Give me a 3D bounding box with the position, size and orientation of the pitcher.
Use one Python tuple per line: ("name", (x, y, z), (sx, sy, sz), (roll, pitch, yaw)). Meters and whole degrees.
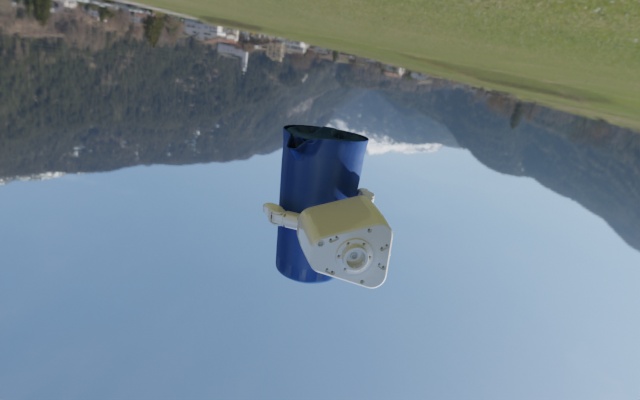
("pitcher", (0.000, 0.003, 0.774), (0.149, 0.243, 0.145), (4, 17, -13))
